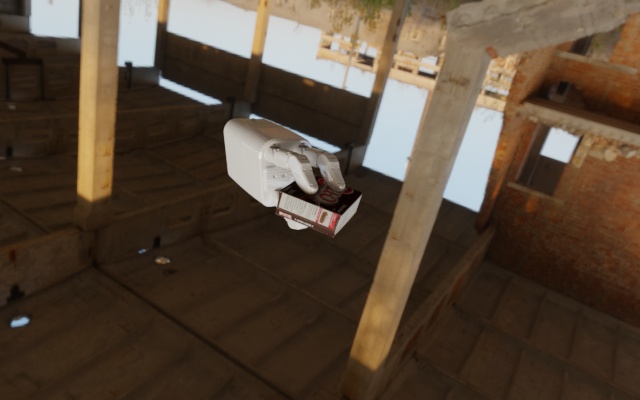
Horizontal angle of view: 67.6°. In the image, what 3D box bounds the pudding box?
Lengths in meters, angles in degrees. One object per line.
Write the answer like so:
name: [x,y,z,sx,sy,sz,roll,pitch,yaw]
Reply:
pudding box: [0.000,0.002,0.666,0.090,0.039,0.113,21,24,13]
